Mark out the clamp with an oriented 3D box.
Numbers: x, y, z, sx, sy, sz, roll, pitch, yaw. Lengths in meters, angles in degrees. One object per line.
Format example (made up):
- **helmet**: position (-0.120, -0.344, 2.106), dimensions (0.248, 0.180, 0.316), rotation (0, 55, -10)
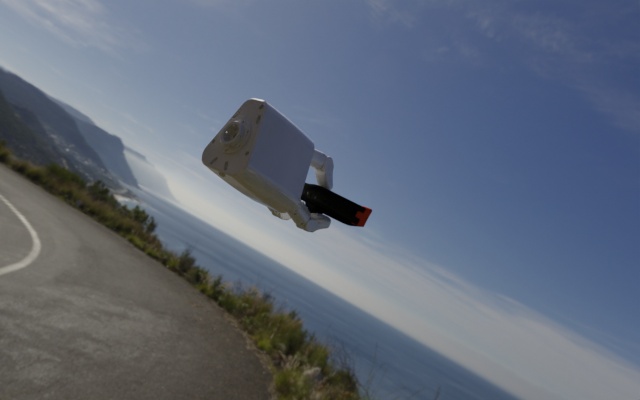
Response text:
- **clamp**: position (0.001, 0.002, 0.724), dimensions (0.210, 0.036, 0.165), rotation (22, -9, 41)
